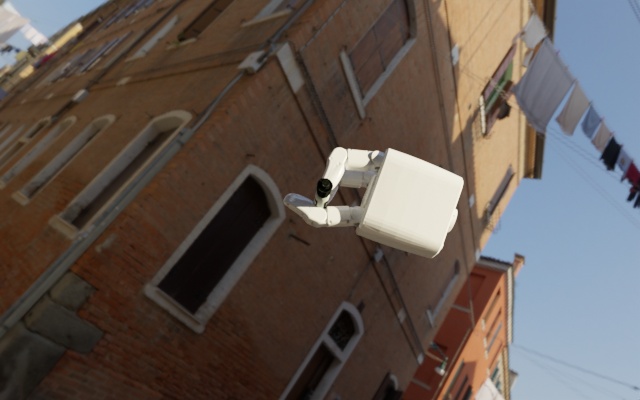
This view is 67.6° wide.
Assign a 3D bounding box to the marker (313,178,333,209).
[{"bbox_3d":[0.000,0.002,0.606,0.020,0.020,0.121,0,-21,-6],"label":"marker"}]
